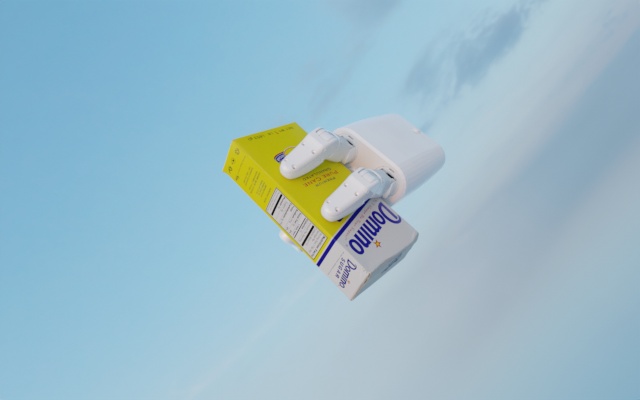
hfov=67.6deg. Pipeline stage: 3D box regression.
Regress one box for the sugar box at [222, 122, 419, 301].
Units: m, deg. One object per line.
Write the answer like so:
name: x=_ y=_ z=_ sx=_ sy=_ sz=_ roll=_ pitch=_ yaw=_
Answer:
sugar box: x=0.000 y=0.001 z=0.449 sx=0.176 sy=0.048 sz=0.093 roll=41 pitch=40 yaw=19
